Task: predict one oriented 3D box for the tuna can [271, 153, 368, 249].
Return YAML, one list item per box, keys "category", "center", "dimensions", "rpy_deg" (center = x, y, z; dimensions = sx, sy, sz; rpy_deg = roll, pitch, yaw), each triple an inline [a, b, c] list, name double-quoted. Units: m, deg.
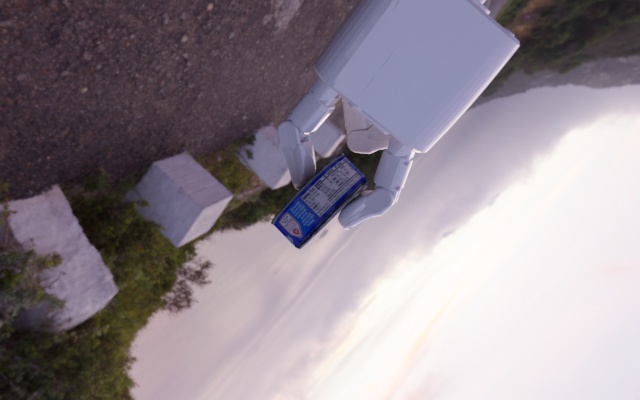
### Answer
- category: "tuna can"
  center: [0.000, 0.002, 0.407]
  dimensions: [0.086, 0.034, 0.086]
  rpy_deg: [-44, -4, -3]
